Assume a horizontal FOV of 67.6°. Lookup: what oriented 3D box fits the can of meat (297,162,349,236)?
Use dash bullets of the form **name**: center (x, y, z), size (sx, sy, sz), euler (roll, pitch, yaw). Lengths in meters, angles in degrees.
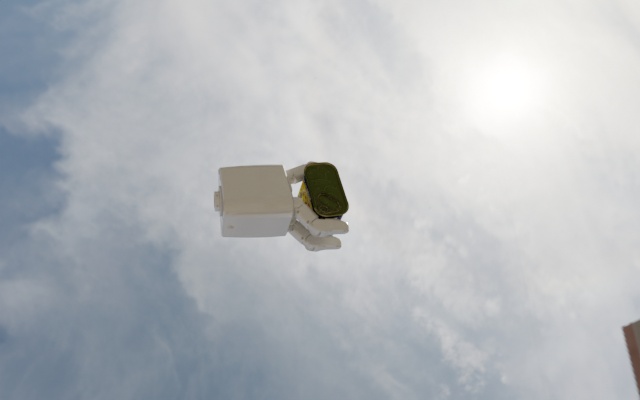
- **can of meat**: center (0.000, 0.003, 0.786), size (0.057, 0.102, 0.084), euler (-6, -31, -19)
